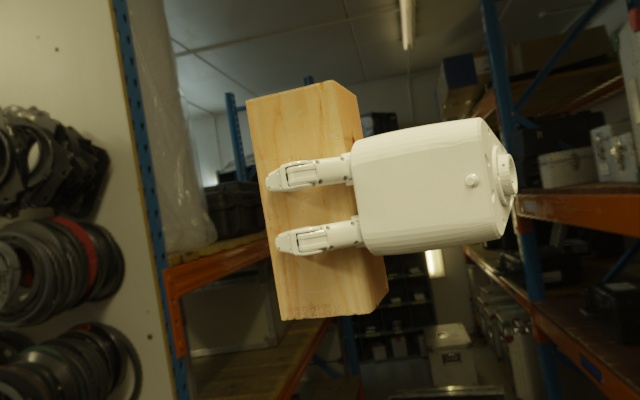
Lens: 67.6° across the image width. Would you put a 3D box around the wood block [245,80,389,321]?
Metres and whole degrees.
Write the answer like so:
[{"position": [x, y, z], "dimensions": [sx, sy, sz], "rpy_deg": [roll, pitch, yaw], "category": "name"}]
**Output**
[{"position": [0.001, 0.001, 0.469], "dimensions": [0.090, 0.206, 0.091], "rpy_deg": [-9, 0, 18], "category": "wood block"}]
